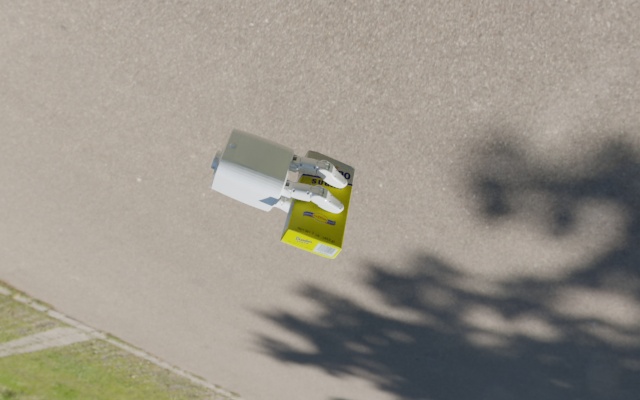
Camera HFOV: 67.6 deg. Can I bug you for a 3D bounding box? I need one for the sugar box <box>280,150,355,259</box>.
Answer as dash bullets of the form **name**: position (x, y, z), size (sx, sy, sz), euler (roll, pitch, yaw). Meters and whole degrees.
- **sugar box**: position (0.000, 0.002, 0.791), size (0.093, 0.176, 0.048), euler (21, -37, -12)
